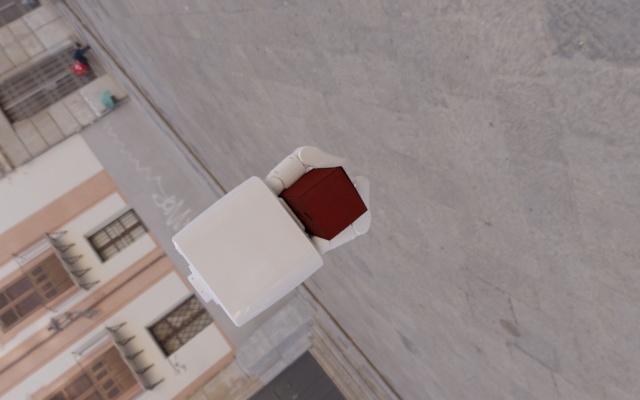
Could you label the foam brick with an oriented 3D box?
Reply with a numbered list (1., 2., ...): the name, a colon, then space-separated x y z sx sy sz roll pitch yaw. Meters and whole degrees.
1. foam brick: 0.000 0.001 0.475 0.051 0.053 0.078 -37 14 -16
